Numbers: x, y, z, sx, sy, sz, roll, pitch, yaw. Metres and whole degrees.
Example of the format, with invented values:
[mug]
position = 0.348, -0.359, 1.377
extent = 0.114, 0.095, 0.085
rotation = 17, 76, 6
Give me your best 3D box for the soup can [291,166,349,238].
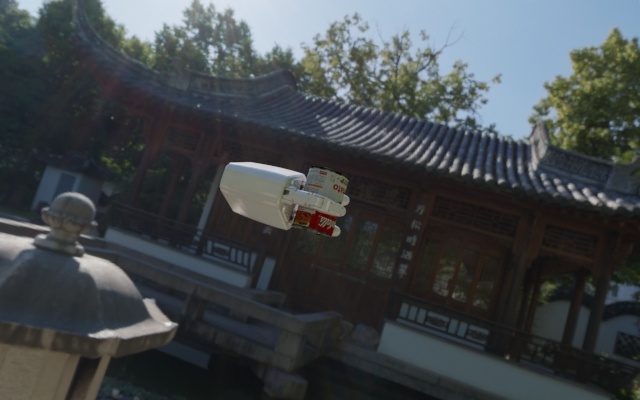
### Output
[soup can]
position = 0.001, 0.002, 0.772
extent = 0.068, 0.102, 0.068
rotation = 17, -7, 2
